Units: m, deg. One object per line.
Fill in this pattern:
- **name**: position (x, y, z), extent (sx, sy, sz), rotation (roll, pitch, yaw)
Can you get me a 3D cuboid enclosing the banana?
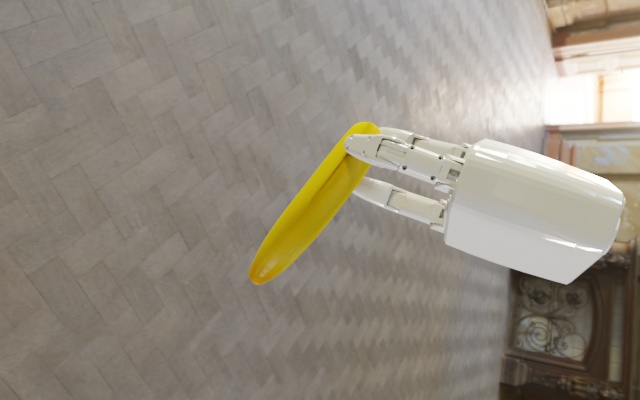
- **banana**: position (0.006, -0.008, 0.424), extent (0.037, 0.197, 0.070), rotation (36, -25, 3)
